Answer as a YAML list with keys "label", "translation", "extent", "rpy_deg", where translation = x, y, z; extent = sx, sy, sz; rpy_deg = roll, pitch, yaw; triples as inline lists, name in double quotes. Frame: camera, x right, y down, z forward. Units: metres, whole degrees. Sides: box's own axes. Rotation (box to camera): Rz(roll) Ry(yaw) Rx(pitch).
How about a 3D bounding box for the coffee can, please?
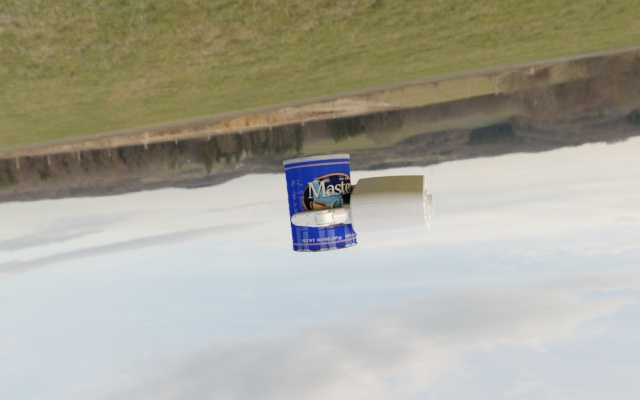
- label: "coffee can"
  translation: [0.000, 0.002, 0.742]
  extent: [0.103, 0.140, 0.103]
  rpy_deg: [-6, 2, 0]
